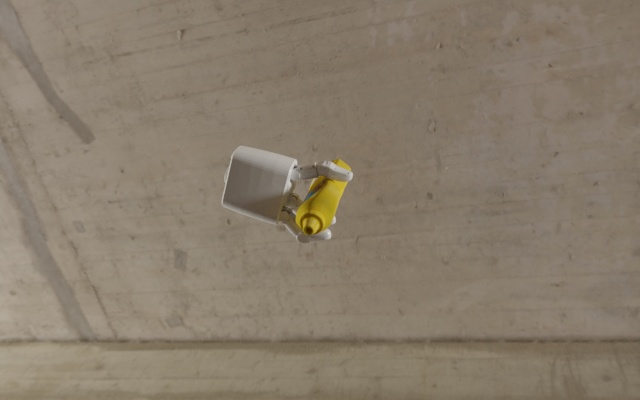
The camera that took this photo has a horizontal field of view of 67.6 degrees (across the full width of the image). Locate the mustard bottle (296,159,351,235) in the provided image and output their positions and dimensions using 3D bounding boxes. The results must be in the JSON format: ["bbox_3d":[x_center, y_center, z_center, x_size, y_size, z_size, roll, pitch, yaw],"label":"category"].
[{"bbox_3d":[0.000,0.003,0.824,0.058,0.096,0.191,38,29,-8],"label":"mustard bottle"}]
